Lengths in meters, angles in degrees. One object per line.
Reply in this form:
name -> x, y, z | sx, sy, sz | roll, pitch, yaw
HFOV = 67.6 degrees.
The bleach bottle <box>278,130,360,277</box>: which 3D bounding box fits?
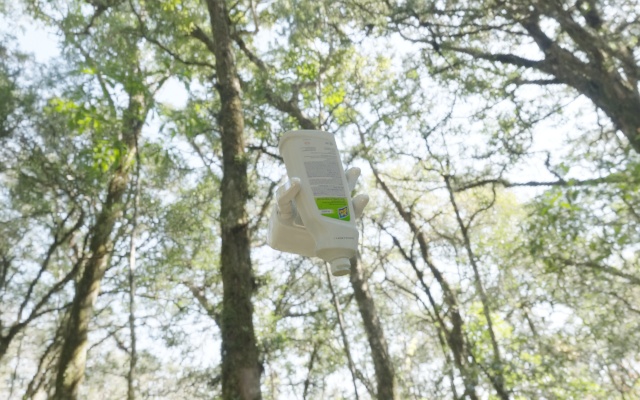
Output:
bleach bottle -> 0.000, 0.002, 0.777 | 0.102, 0.250, 0.068 | -2, -30, -18
